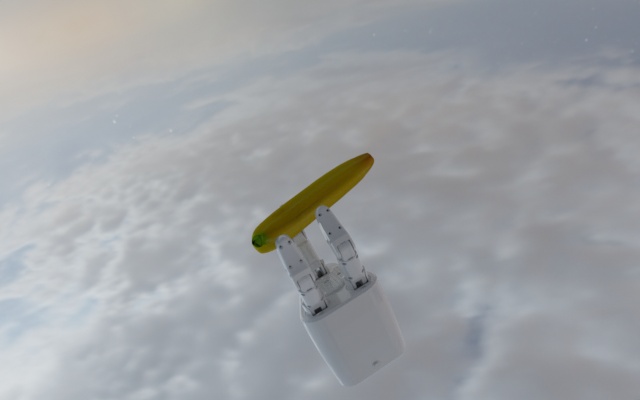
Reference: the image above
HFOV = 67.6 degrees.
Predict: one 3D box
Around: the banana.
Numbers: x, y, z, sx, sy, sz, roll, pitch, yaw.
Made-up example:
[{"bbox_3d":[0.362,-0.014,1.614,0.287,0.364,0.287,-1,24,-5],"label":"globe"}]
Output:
[{"bbox_3d":[-0.013,0.007,0.549,0.197,0.037,0.069,-39,12,-35],"label":"banana"}]
